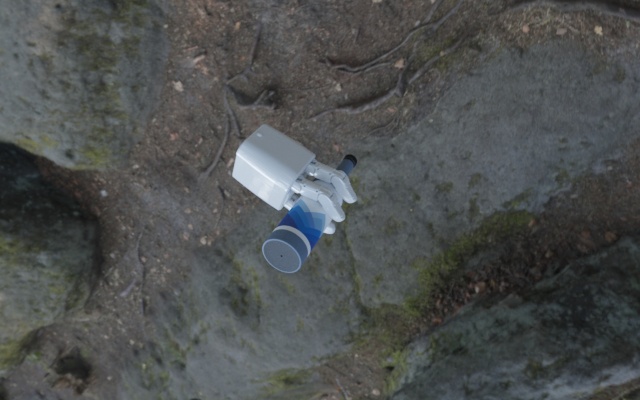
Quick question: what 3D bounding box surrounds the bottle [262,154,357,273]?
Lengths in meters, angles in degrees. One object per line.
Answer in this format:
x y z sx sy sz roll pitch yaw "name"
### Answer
0.000 0.003 0.826 0.069 0.069 0.295 0 34 29 "bottle"
